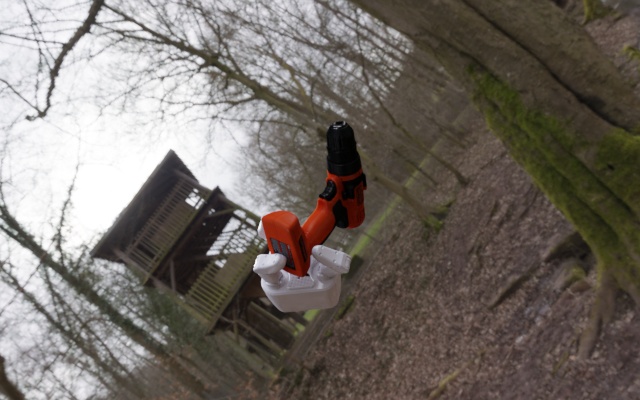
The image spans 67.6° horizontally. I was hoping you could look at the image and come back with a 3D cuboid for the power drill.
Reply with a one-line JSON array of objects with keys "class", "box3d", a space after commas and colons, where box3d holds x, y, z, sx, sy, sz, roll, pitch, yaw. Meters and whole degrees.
[{"class": "power drill", "box3d": [0.000, 0.003, 0.679, 0.057, 0.185, 0.187, 18, 45, 34]}]
